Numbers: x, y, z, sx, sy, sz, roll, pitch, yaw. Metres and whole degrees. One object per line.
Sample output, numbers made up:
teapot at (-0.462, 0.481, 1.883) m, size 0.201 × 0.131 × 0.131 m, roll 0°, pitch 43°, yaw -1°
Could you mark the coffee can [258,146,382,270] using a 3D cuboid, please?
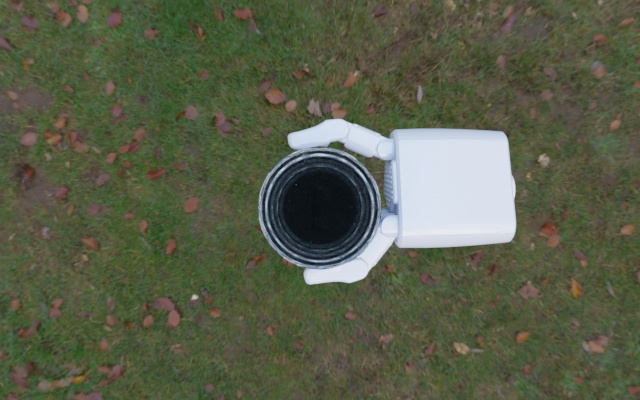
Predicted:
coffee can at (0.000, 0.001, 0.462) m, size 0.103 × 0.103 × 0.140 m, roll 0°, pitch 5°, yaw 1°
